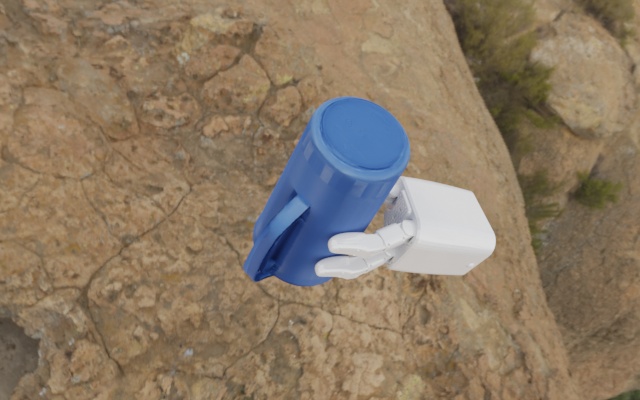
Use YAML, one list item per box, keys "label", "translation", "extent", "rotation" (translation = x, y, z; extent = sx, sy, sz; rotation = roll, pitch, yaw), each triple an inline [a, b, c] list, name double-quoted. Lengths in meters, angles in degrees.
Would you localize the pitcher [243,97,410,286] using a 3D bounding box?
- label: "pitcher"
  translation: [0.000, 0.002, 0.560]
  extent: [0.145, 0.149, 0.243]
  rotation: [11, -35, -14]
